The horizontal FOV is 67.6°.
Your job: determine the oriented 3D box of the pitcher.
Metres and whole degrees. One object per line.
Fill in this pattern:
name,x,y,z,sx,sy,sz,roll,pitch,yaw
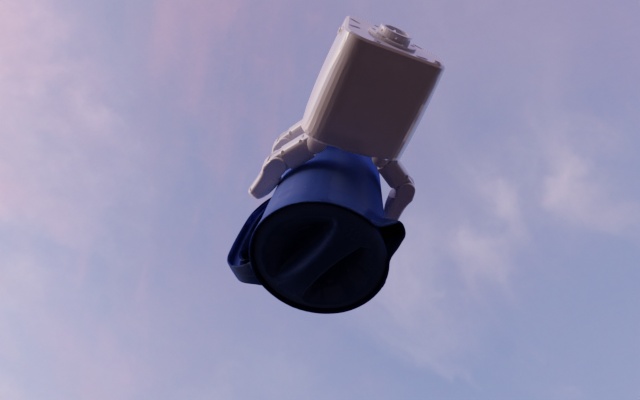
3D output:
pitcher,0.000,0.002,0.545,0.149,0.145,0.242,22,30,-6
